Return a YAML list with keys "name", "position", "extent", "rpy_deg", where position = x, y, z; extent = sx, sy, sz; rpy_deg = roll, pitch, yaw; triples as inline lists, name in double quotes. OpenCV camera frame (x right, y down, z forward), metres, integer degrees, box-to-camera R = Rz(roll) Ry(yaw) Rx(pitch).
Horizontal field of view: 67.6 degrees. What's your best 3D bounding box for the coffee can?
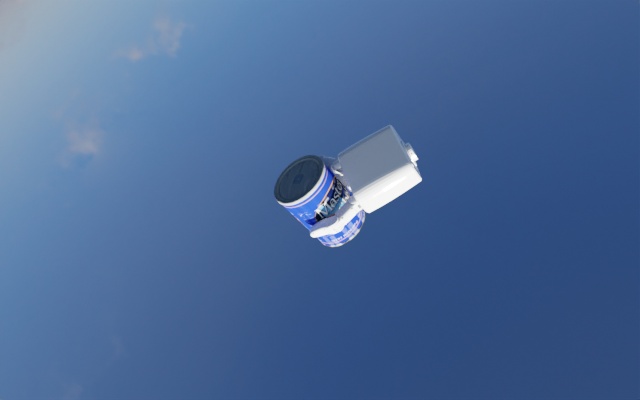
- name: "coffee can"
  position: [0.000, 0.003, 0.845]
  extent: [0.103, 0.102, 0.140]
  rpy_deg: [0, -35, 42]
